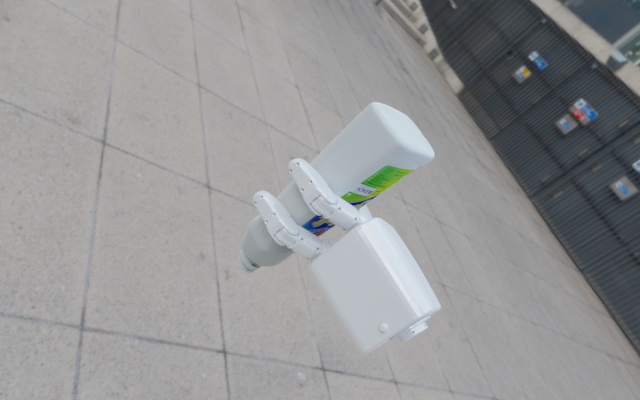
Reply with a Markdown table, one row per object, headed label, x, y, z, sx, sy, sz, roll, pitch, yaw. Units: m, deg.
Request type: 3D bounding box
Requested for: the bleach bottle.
| label | x | y | z | sx | sy | sz | roll | pitch | yaw |
| --- | --- | --- | --- | --- | --- | --- | --- | --- | --- |
| bleach bottle | 0.000 | 0.002 | 0.532 | 0.251 | 0.068 | 0.102 | -41 | -23 | 25 |
